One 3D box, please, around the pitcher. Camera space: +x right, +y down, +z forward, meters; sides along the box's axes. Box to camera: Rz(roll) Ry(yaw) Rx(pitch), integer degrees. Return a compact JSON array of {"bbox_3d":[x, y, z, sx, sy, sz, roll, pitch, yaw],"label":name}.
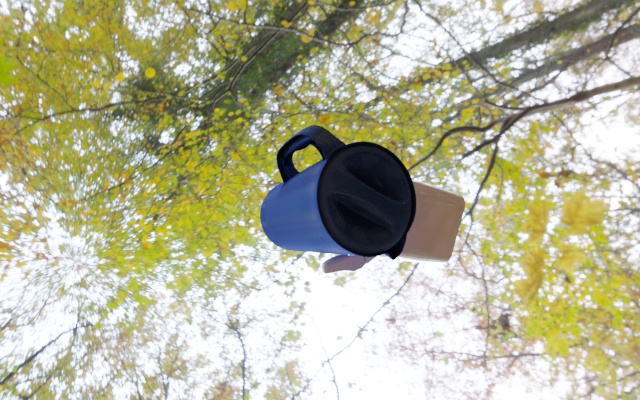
[{"bbox_3d":[0.000,0.002,0.643,0.145,0.149,0.243,10,-11,-25],"label":"pitcher"}]
